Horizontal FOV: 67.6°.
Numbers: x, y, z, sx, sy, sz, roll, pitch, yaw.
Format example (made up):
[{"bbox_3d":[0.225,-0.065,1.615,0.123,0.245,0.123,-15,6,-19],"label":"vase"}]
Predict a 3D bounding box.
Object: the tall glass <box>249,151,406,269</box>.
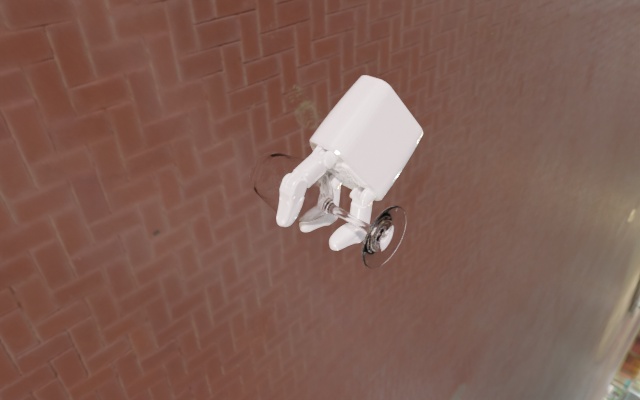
[{"bbox_3d":[0.000,0.002,0.572,0.201,0.079,0.079,28,18,37],"label":"tall glass"}]
